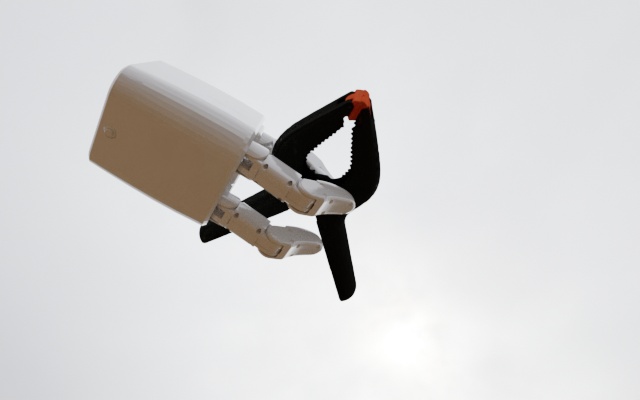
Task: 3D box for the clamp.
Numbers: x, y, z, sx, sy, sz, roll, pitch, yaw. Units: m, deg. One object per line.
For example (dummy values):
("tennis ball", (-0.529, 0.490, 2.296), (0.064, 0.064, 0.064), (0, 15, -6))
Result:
("clamp", (0.000, 0.000, 0.427), (0.164, 0.210, 0.036), (29, 33, -11))
